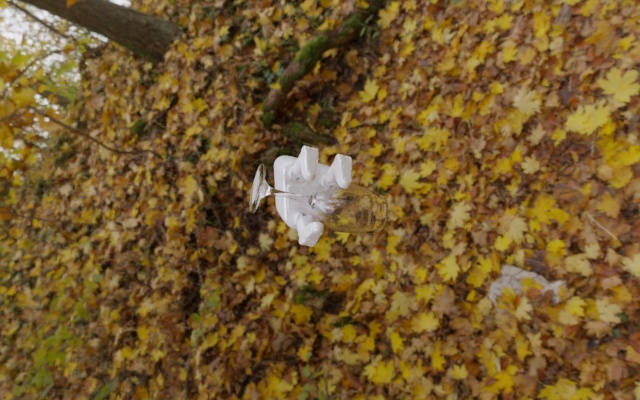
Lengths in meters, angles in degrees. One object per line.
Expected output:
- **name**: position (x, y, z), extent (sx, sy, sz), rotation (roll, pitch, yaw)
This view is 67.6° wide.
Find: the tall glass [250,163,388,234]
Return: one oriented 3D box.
- **tall glass**: position (-0.001, 0.002, 0.721), extent (0.201, 0.079, 0.079), rotation (12, -4, -18)
